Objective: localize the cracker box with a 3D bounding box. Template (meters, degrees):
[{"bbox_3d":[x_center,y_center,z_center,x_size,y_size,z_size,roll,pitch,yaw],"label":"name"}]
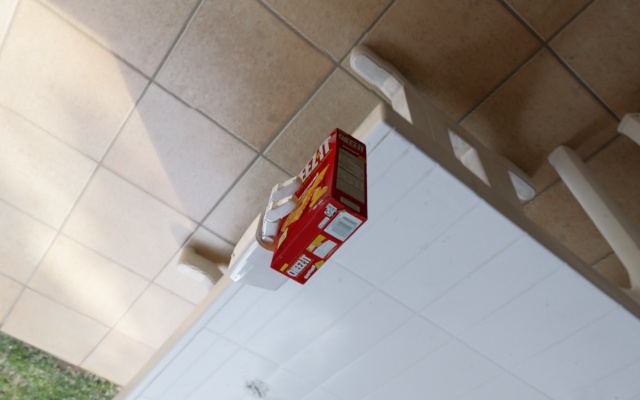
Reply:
[{"bbox_3d":[0.000,0.003,0.766,0.072,0.164,0.213,31,32,-17],"label":"cracker box"}]
